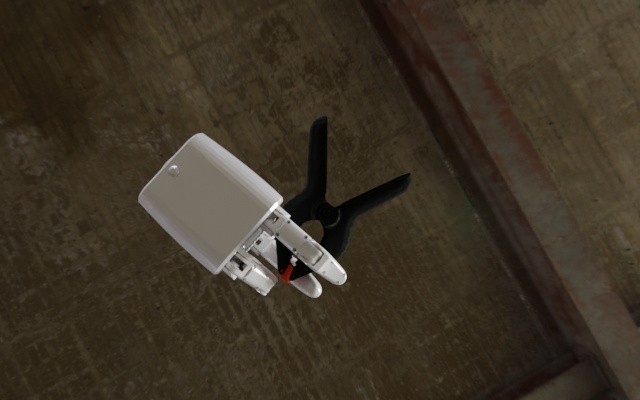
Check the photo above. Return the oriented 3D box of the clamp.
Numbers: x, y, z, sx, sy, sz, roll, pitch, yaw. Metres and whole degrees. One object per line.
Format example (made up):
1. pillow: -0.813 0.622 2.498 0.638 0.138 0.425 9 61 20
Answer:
1. clamp: 0.000 0.002 0.495 0.120 0.171 0.039 41 -5 0
